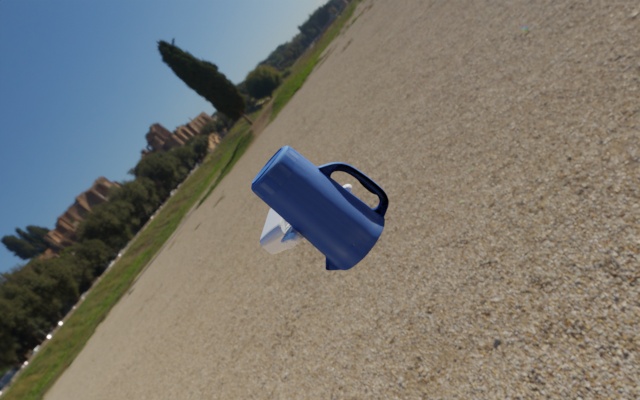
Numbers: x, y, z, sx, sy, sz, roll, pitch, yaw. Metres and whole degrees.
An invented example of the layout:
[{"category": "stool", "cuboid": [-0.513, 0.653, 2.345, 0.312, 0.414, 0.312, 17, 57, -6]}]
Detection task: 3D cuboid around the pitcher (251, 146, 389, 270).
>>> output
[{"category": "pitcher", "cuboid": [0.000, 0.003, 0.900, 0.243, 0.149, 0.145, 40, -38, -12]}]
